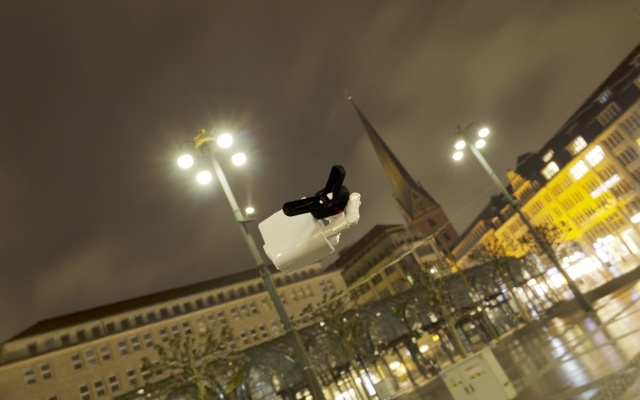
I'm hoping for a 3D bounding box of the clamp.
[{"bbox_3d":[0.000,0.002,0.827,0.120,0.039,0.171,-29,-21,1],"label":"clamp"}]
